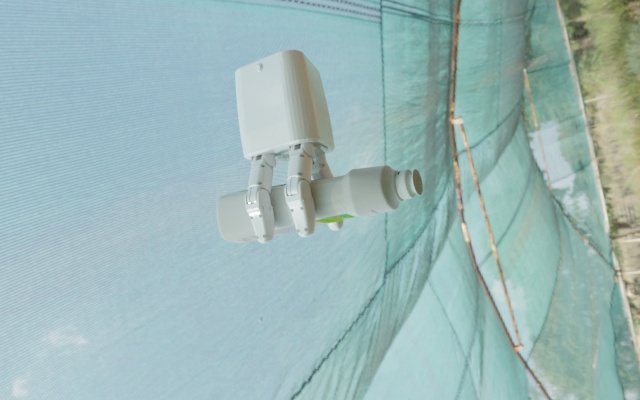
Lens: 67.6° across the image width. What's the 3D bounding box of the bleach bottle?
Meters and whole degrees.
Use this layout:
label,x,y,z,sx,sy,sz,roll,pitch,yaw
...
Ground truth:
label,x,y,z,sx,sy,sz,roll,pitch,yaw
bleach bottle,0.000,0.002,0.568,0.251,0.068,0.102,-11,-4,30
